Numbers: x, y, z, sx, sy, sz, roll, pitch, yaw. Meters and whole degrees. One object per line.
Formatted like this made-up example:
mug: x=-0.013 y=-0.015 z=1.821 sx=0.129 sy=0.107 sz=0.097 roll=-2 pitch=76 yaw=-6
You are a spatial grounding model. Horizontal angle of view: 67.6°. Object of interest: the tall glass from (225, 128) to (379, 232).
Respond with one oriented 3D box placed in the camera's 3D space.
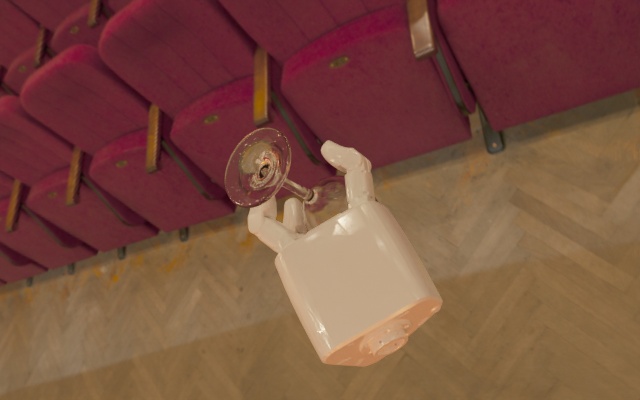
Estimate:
tall glass: x=0.000 y=0.001 z=0.488 sx=0.079 sy=0.079 sz=0.201 roll=0 pitch=-18 yaw=36
